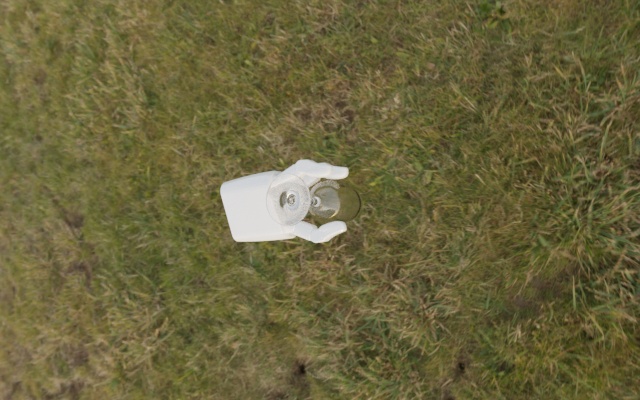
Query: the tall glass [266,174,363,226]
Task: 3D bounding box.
[{"bbox_3d":[0.000,0.003,0.763,0.079,0.079,0.201,0,-2,29],"label":"tall glass"}]
